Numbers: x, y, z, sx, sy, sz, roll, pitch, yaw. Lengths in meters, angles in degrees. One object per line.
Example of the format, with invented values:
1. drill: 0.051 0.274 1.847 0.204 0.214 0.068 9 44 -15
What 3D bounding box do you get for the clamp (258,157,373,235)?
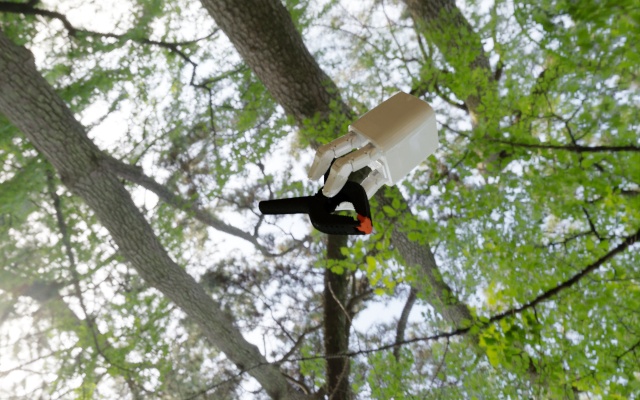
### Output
1. clamp: 0.001 0.003 0.734 0.164 0.036 0.210 -38 40 -6
